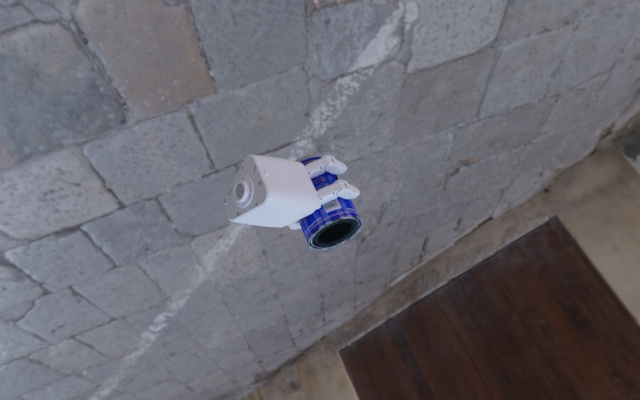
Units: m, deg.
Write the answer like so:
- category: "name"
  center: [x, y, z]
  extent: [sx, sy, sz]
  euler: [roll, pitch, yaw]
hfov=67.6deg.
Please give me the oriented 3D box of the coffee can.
- category: "coffee can"
  center: [0.000, 0.003, 0.850]
  extent: [0.103, 0.140, 0.103]
  euler: [-20, -29, -11]
